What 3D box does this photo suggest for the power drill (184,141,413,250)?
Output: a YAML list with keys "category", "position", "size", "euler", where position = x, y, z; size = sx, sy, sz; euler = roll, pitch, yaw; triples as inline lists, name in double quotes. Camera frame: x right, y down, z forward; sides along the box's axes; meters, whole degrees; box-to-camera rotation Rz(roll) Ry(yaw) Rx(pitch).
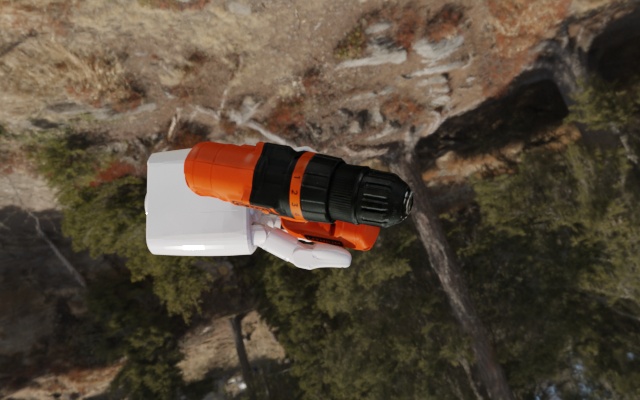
- category: "power drill"
  position: [0.000, 0.002, 0.426]
  size: [0.184, 0.057, 0.188]
  euler: [12, -10, 21]
